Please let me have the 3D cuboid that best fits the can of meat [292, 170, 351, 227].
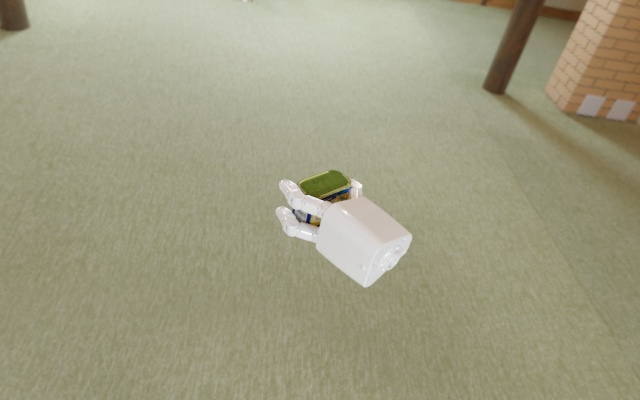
[{"bbox_3d":[0.000,0.002,0.811,0.102,0.084,0.057,-23,51,-35],"label":"can of meat"}]
